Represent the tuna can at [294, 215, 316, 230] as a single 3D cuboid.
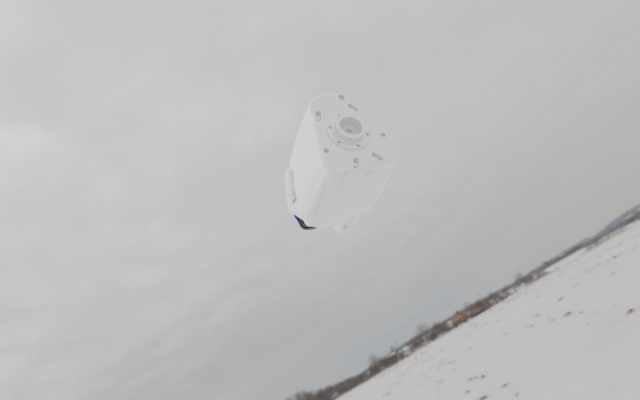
[{"bbox_3d":[0.000,0.002,0.673,0.086,0.033,0.086,-27,-25,-14],"label":"tuna can"}]
